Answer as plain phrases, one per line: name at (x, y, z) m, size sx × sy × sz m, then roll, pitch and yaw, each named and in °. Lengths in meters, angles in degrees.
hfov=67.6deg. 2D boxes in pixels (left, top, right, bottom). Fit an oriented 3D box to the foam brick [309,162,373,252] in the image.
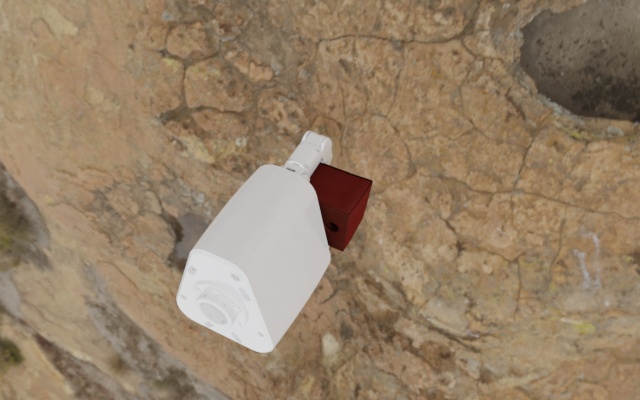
foam brick at (0.000, 0.001, 0.442) m, size 0.078 × 0.053 × 0.051 m, roll 21°, pitch 46°, yaw 14°
